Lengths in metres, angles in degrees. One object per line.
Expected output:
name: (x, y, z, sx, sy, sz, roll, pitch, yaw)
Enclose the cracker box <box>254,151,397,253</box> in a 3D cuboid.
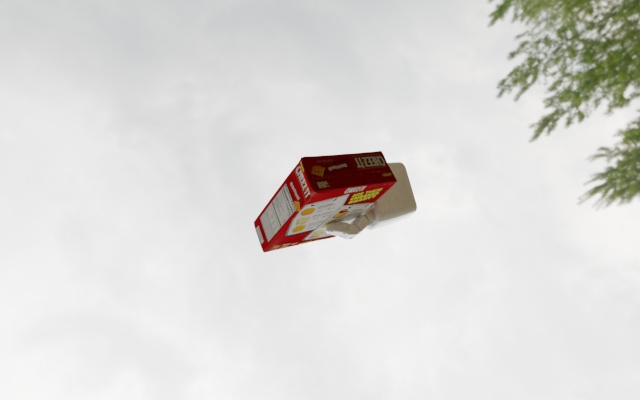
cracker box: (0.000, 0.003, 0.814, 0.164, 0.072, 0.214, -9, -25, -34)
